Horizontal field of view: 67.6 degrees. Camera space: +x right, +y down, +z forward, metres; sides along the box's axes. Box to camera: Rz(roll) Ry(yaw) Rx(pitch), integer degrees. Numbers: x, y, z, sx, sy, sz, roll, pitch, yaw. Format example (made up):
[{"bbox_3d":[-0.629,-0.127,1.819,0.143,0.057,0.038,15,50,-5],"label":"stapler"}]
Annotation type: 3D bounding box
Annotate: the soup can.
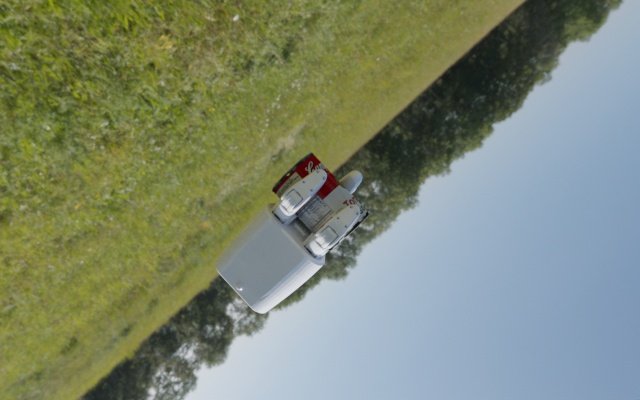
[{"bbox_3d":[0.001,0.002,0.577,0.068,0.102,0.068,-43,-2,-2],"label":"soup can"}]
